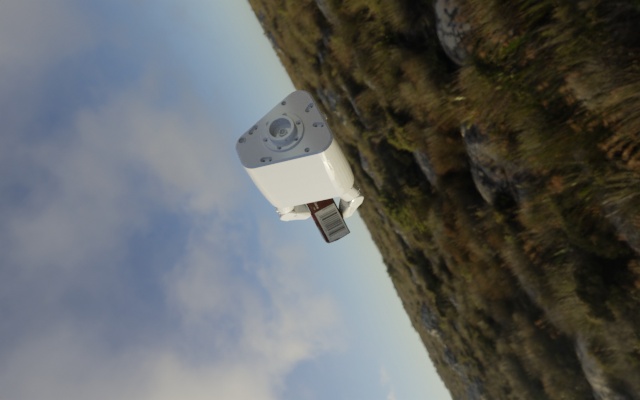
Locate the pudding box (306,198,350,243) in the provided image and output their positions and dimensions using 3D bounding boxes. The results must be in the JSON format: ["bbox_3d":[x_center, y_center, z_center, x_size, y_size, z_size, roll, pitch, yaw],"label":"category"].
[{"bbox_3d":[0.000,0.002,0.685,0.039,0.113,0.090,-26,0,1],"label":"pudding box"}]
